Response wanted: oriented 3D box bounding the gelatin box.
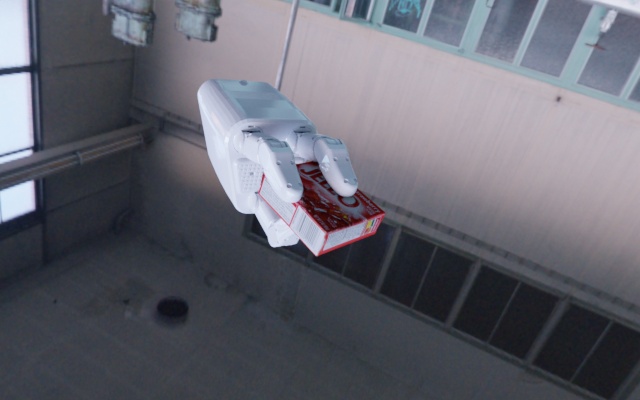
[{"bbox_3d":[0.000,0.002,0.421,0.073,0.030,0.089,-15,48,-41],"label":"gelatin box"}]
